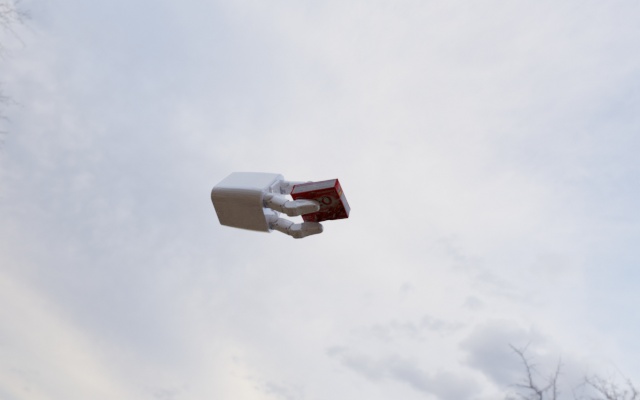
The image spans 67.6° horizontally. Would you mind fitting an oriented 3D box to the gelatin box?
[{"bbox_3d":[0.001,0.002,0.846,0.089,0.073,0.030,-9,37,22],"label":"gelatin box"}]
